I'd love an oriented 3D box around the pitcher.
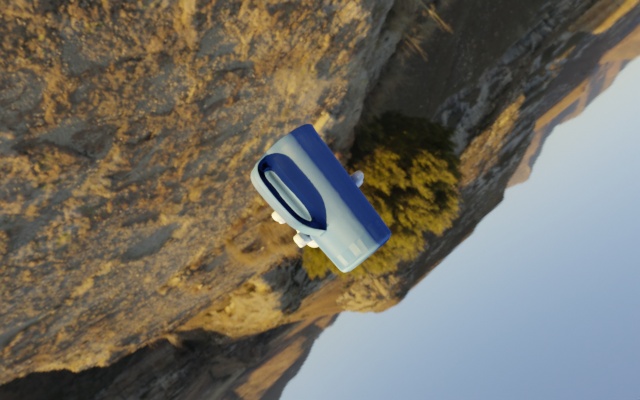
[{"bbox_3d":[0.000,0.003,0.811,0.149,0.243,0.145,-38,-7,-8],"label":"pitcher"}]
